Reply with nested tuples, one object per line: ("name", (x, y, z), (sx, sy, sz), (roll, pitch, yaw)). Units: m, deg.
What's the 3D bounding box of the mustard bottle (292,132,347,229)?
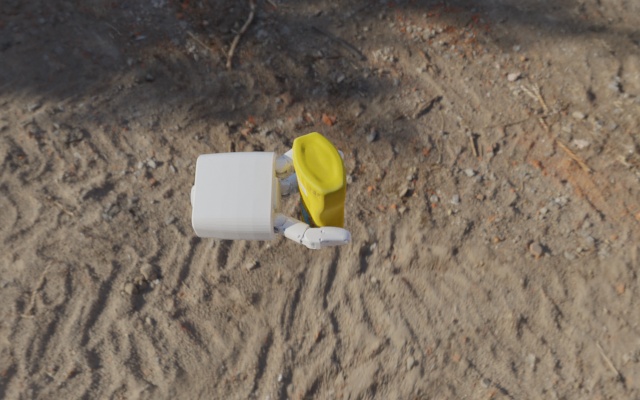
("mustard bottle", (0.000, 0.002, 0.654), (0.058, 0.096, 0.192), (-21, -30, -12))
